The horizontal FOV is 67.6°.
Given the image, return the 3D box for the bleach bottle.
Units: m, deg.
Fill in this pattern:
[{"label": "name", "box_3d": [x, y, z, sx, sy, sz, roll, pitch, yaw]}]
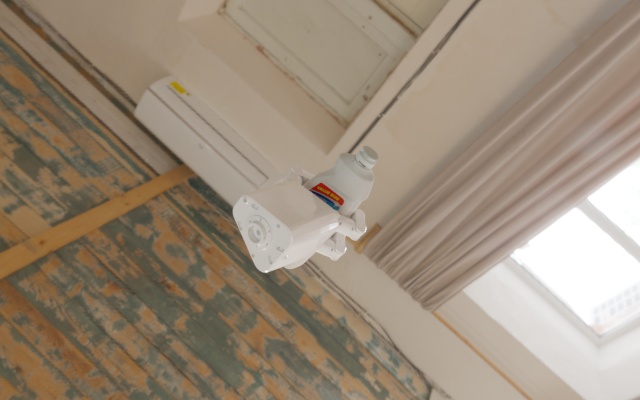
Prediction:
[{"label": "bleach bottle", "box_3d": [0.000, 0.003, 0.766, 0.068, 0.102, 0.251, -18, -25, -52]}]
